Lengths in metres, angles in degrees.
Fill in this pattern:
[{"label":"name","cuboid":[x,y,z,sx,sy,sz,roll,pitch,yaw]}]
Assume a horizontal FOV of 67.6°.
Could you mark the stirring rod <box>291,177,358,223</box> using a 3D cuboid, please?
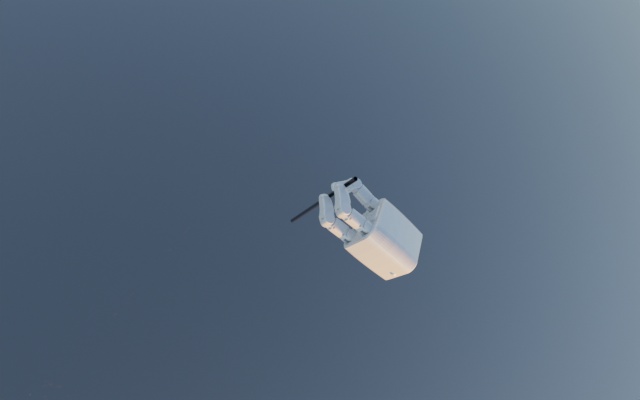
[{"label":"stirring rod","cuboid":[0.000,0.003,0.898,0.011,0.011,0.239,0,-19,-31]}]
